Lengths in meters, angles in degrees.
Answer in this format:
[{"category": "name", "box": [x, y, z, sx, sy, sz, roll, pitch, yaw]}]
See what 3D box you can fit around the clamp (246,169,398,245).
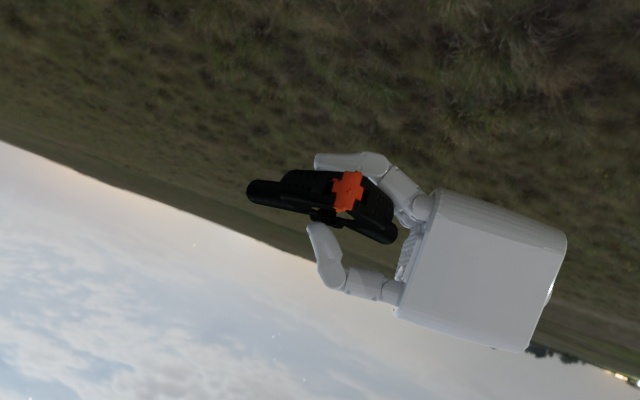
[{"category": "clamp", "box": [0.000, 0.002, 0.418, 0.164, 0.036, 0.210, 16, -7, 4]}]
